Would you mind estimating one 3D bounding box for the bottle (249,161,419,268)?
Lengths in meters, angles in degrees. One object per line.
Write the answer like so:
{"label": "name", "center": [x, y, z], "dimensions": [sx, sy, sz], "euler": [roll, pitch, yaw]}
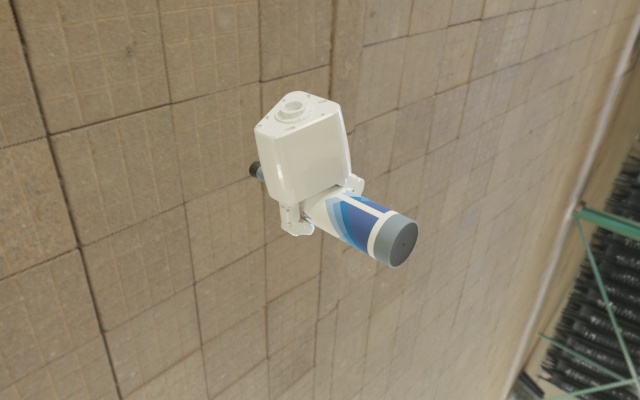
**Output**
{"label": "bottle", "center": [0.000, 0.002, 0.692], "dimensions": [0.295, 0.069, 0.069], "euler": [27, 16, 36]}
